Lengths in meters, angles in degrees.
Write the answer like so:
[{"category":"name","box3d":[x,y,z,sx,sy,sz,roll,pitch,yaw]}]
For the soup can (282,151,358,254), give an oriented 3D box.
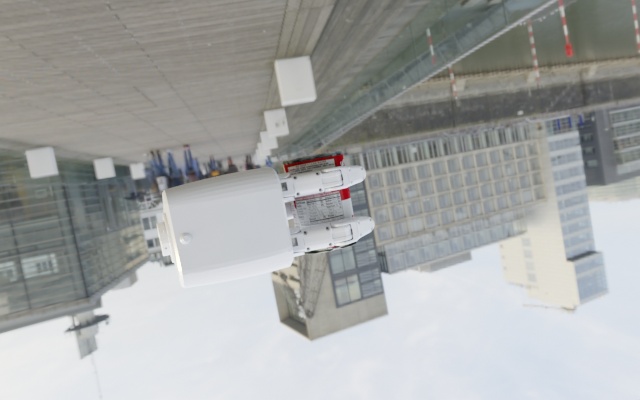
[{"category":"soup can","box3d":[0.001,0.002,0.524,0.068,0.102,0.068,-10,3,1]}]
